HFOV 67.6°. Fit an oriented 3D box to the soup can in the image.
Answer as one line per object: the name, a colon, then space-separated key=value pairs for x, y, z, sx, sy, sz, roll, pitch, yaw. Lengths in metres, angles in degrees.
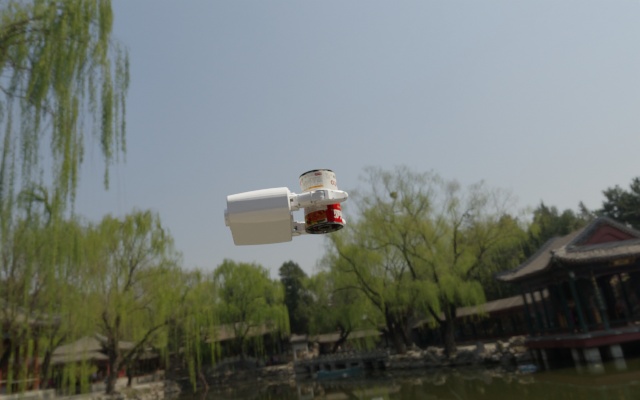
soup can: x=0.001 y=0.002 z=0.853 sx=0.068 sy=0.102 sz=0.068 roll=-8 pitch=-18 yaw=-2
